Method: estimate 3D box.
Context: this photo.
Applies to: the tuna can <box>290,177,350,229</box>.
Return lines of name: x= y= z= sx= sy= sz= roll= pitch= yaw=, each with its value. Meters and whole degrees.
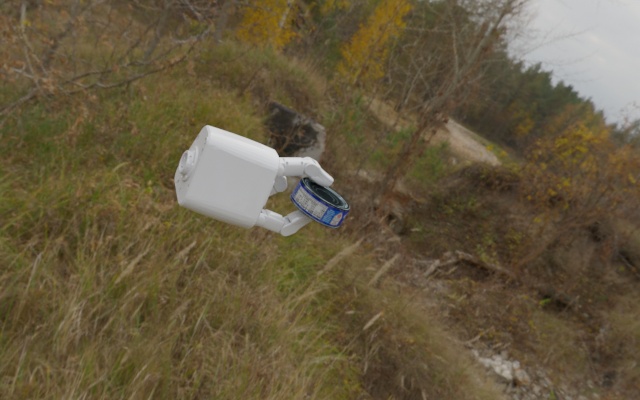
tuna can: x=0.000 y=0.002 z=0.701 sx=0.086 sy=0.034 sz=0.086 roll=31 pitch=15 yaw=-9
